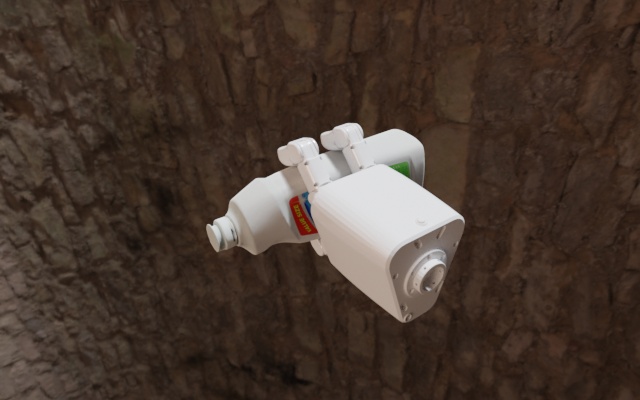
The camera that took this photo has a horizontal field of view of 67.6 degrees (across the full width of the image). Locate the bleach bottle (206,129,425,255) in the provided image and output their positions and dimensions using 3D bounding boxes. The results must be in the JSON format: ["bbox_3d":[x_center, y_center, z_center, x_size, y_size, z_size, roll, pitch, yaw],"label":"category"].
[{"bbox_3d":[0.000,0.002,0.519,0.251,0.103,0.068,-22,39,-27],"label":"bleach bottle"}]
